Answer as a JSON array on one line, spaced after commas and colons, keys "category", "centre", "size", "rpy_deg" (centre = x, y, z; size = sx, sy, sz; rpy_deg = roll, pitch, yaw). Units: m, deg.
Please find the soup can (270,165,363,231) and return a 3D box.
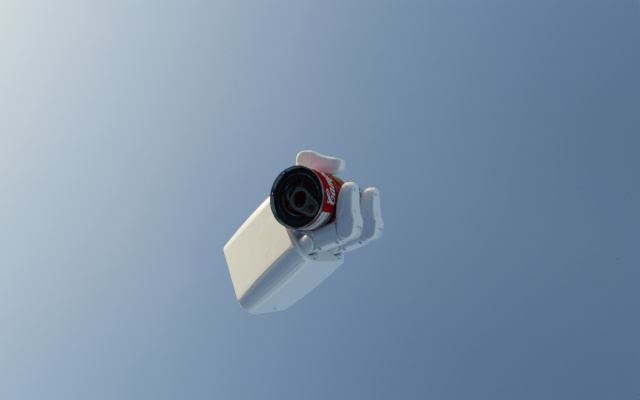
[{"category": "soup can", "centre": [0.001, 0.001, 0.541], "size": [0.068, 0.068, 0.102], "rpy_deg": [0, -6, 32]}]
